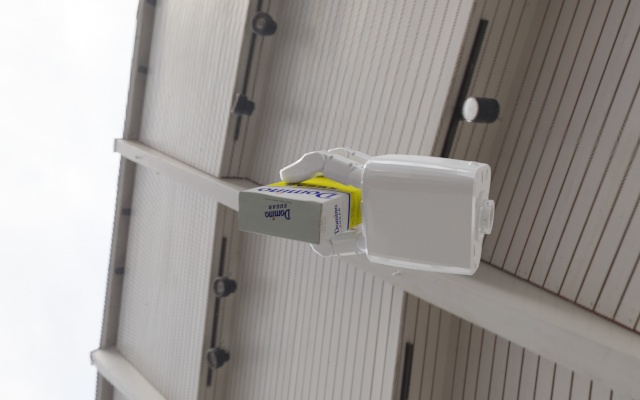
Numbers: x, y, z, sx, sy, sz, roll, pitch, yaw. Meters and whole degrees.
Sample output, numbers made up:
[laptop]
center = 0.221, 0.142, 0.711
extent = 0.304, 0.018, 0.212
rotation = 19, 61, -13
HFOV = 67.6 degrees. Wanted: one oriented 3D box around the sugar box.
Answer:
[sugar box]
center = 0.000, 0.001, 0.517
extent = 0.093, 0.048, 0.176
rotation = 8, 10, 26
